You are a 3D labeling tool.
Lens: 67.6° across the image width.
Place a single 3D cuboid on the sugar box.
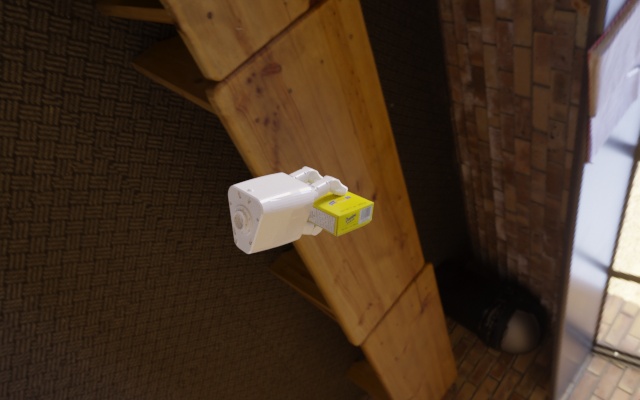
[{"bbox_3d":[0.000,0.002,0.868,0.093,0.048,0.176,-19,34,-41],"label":"sugar box"}]
